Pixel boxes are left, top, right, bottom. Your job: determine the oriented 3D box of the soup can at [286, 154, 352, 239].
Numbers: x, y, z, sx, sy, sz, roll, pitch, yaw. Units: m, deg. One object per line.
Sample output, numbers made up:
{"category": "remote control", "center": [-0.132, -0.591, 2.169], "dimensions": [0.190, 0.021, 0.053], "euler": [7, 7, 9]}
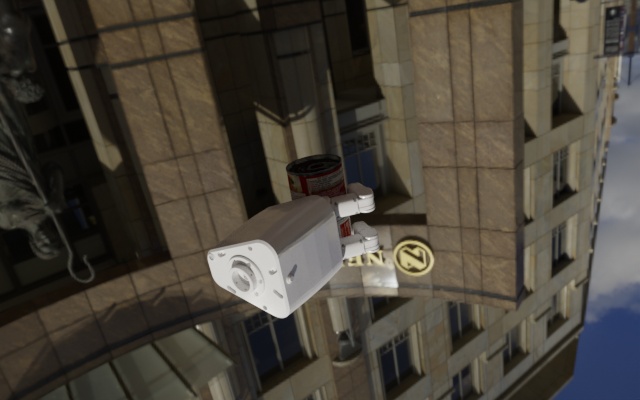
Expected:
{"category": "soup can", "center": [0.000, 0.002, 0.587], "dimensions": [0.068, 0.102, 0.068], "euler": [-9, 22, 4]}
